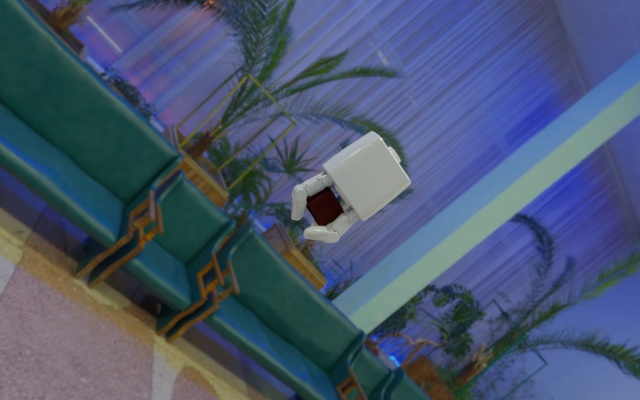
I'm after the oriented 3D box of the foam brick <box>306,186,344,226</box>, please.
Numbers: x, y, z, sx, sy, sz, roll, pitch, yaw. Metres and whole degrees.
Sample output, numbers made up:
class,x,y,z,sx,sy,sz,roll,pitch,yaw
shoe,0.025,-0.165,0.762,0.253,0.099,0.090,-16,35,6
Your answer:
class,x,y,z,sx,sy,sz,roll,pitch,yaw
foam brick,0.000,0.003,0.837,0.051,0.053,0.078,-33,28,-1
